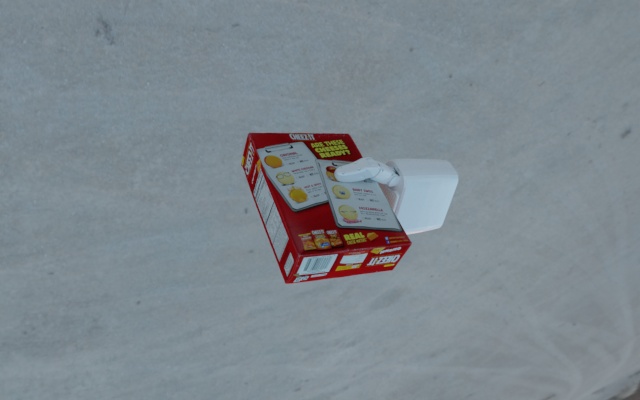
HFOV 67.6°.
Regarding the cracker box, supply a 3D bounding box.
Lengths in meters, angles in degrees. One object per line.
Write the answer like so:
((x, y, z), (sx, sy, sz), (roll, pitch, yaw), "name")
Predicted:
((0.000, 0.002, 0.649), (0.164, 0.213, 0.072), (-3, -41, -28), "cracker box")
